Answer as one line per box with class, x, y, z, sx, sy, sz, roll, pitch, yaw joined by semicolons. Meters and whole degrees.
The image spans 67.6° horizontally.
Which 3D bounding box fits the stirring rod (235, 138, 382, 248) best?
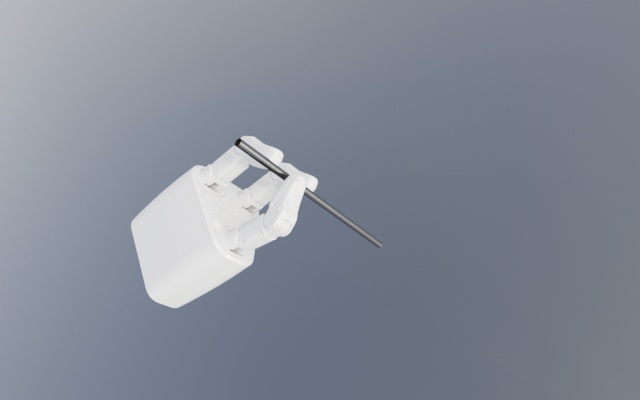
stirring rod;0.000;0.002;0.493;0.011;0.011;0.240;0;-25;41
